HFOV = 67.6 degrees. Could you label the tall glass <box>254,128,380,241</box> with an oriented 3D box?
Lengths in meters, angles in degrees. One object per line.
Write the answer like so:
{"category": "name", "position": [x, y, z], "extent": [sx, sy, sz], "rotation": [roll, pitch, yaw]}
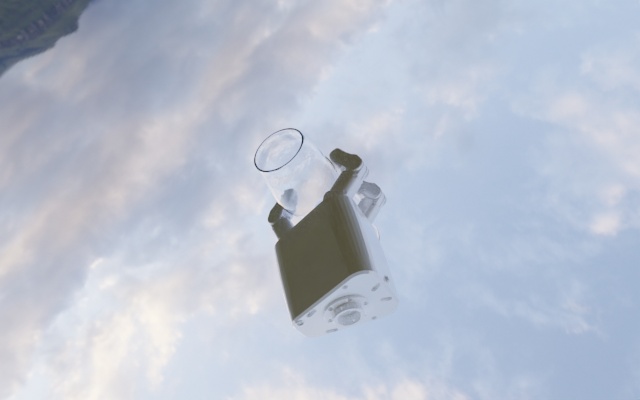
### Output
{"category": "tall glass", "position": [0.000, 0.002, 0.579], "extent": [0.079, 0.079, 0.201], "rotation": [0, -35, 34]}
